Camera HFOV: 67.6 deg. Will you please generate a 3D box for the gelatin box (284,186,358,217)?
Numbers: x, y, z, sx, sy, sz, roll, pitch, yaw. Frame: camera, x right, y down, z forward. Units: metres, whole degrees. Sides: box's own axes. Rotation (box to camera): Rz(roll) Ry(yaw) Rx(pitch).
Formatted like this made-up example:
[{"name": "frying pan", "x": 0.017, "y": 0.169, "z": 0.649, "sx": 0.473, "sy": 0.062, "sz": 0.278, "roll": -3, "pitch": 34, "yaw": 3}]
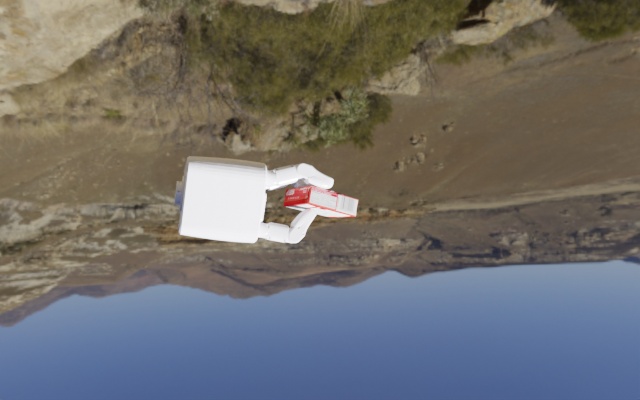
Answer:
[{"name": "gelatin box", "x": 0.000, "y": 0.003, "z": 0.720, "sx": 0.089, "sy": 0.030, "sz": 0.073, "roll": 16, "pitch": -11, "yaw": -30}]
